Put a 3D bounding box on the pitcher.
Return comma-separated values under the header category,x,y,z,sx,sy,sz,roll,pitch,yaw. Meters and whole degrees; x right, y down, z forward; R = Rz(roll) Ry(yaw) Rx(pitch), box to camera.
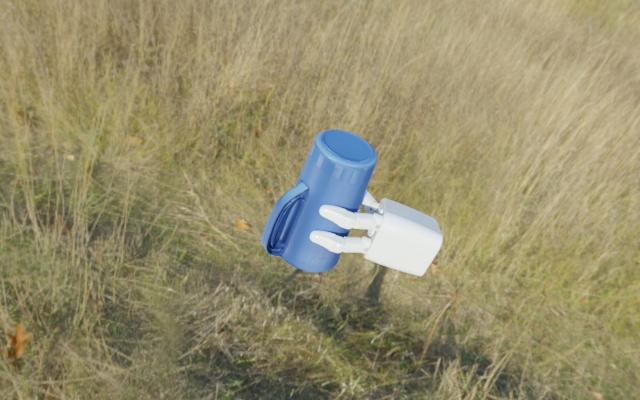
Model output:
category,x,y,z,sx,sy,sz,roll,pitch,yaw
pitcher,0.000,0.003,0.837,0.145,0.243,0.149,22,36,1
